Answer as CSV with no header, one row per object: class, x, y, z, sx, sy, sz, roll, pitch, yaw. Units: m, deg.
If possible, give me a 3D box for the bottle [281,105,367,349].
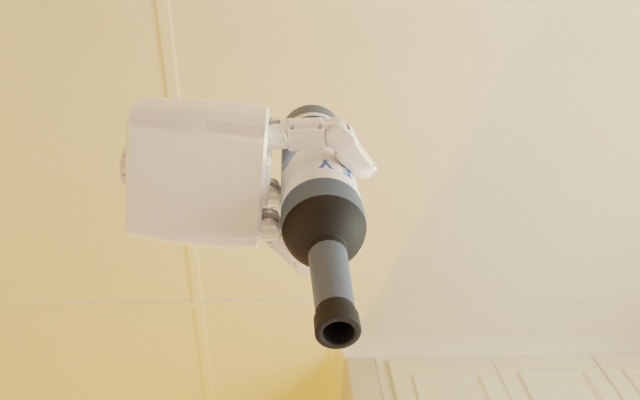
bottle,0.000,0.001,0.401,0.069,0.069,0.295,0,31,-5
